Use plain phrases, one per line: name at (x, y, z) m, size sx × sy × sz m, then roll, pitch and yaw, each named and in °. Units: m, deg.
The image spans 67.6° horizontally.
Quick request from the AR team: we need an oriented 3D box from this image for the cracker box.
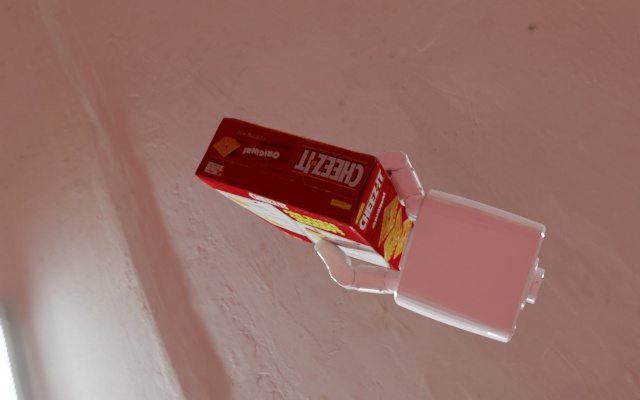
cracker box at (0.000, 0.002, 0.504) m, size 0.164 × 0.072 × 0.214 m, roll 17°, pitch -12°, yaw 24°
